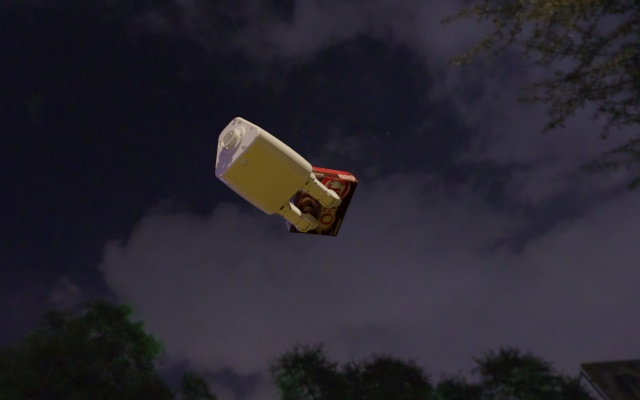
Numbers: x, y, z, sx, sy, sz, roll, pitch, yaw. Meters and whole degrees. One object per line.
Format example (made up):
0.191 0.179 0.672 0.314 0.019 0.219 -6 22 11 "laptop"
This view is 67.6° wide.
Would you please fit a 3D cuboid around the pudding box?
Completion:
0.000 0.002 0.791 0.090 0.113 0.039 7 31 -24 "pudding box"
